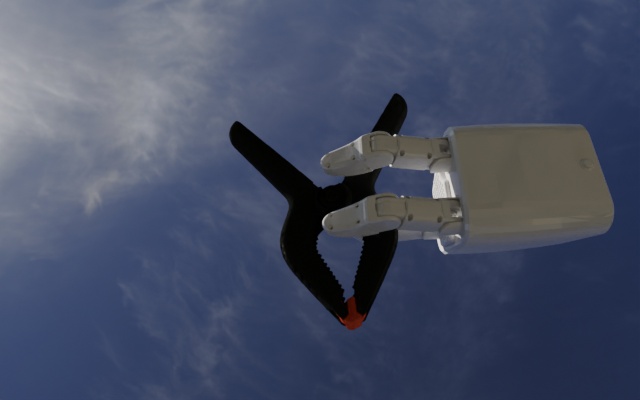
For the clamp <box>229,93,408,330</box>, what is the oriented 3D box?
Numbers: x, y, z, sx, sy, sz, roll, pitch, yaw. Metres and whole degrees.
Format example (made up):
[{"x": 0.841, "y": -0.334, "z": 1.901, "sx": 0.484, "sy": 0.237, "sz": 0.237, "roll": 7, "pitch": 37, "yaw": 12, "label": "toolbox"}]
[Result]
[{"x": 0.000, "y": 0.002, "z": 0.401, "sx": 0.164, "sy": 0.209, "sz": 0.036, "roll": -4, "pitch": -28, "yaw": 5, "label": "clamp"}]
